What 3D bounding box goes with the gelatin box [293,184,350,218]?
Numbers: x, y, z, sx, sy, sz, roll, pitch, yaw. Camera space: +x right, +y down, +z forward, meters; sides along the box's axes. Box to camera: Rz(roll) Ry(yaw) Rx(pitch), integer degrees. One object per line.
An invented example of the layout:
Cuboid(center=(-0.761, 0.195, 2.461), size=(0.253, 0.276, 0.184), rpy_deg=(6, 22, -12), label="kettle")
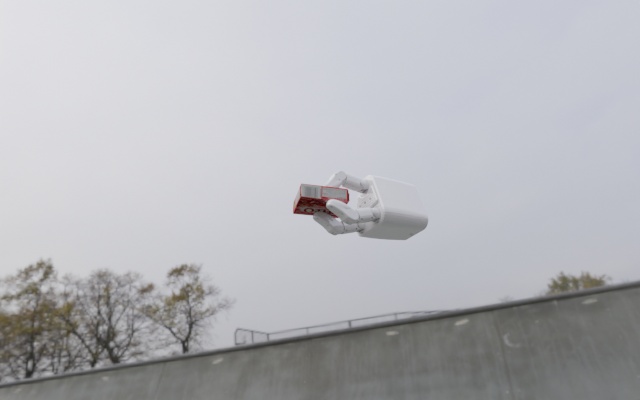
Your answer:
Cuboid(center=(0.000, 0.002, 0.863), size=(0.089, 0.030, 0.073), rpy_deg=(7, -27, -12), label="gelatin box")
